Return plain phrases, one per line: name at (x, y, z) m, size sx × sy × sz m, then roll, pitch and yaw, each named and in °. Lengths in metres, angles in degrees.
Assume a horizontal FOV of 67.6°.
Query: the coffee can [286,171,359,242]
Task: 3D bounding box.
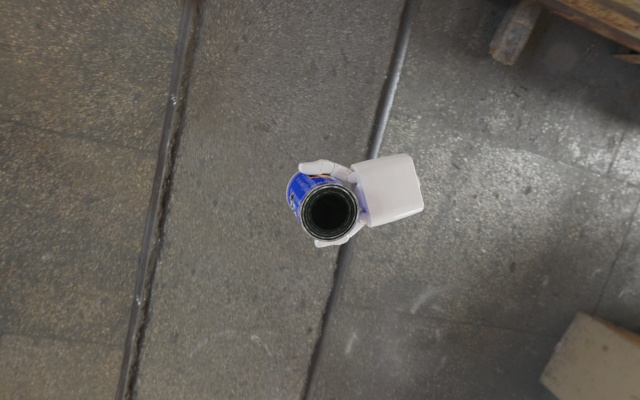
coffee can at (0.000, 0.003, 0.851) m, size 0.103 × 0.103 × 0.140 m, roll 0°, pitch 15°, yaw -13°
